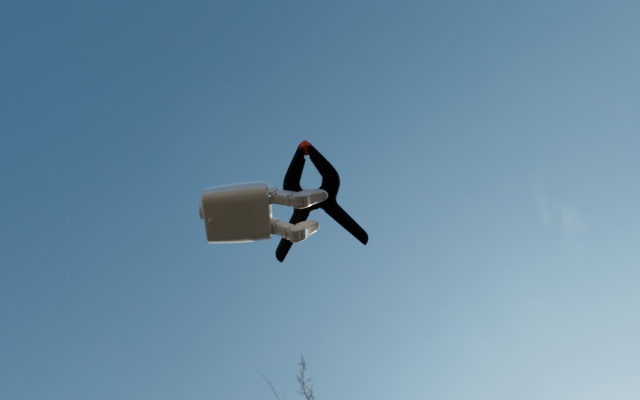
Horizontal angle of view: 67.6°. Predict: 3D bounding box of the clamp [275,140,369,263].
[{"bbox_3d":[0.000,0.002,0.803,0.164,0.210,0.036,-5,22,-8],"label":"clamp"}]
